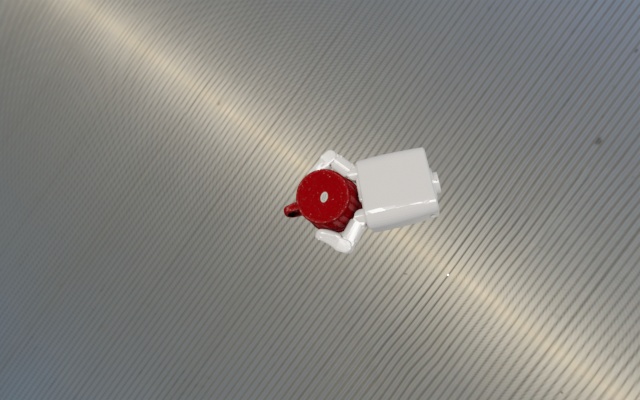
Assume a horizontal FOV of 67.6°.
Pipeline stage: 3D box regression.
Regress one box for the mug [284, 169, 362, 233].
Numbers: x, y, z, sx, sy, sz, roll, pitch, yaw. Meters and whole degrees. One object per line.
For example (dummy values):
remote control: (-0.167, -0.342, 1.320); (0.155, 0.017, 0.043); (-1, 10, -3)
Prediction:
mug: (-0.001, 0.003, 0.718); (0.117, 0.093, 0.081); (-14, -12, 11)
